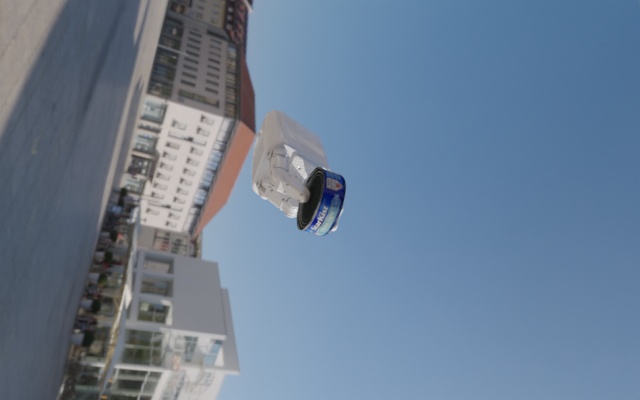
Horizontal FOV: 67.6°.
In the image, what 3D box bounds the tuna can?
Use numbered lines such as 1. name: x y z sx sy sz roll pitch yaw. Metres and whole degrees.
1. tuna can: 0.001 0.002 0.622 0.034 0.086 0.086 17 -6 -18
